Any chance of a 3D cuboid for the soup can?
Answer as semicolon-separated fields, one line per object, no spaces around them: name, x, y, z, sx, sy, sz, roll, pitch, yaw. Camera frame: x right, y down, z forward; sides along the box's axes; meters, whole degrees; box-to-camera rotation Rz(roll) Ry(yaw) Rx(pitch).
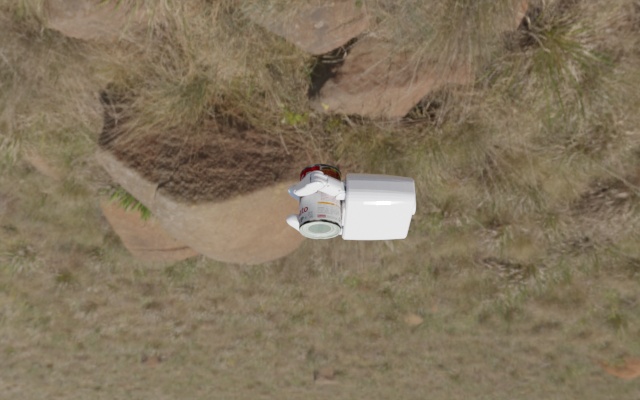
soup can;0.000;0.003;0.760;0.068;0.102;0.068;0;-28;0
